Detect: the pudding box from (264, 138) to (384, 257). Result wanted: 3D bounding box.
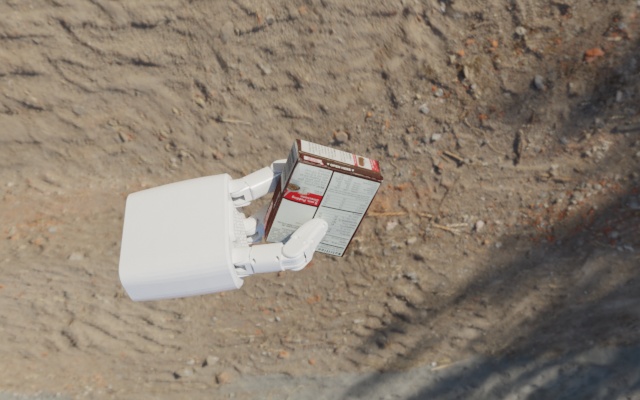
[{"bbox_3d":[0.000,0.002,0.484,0.090,0.114,0.039,13,39,-16],"label":"pudding box"}]
